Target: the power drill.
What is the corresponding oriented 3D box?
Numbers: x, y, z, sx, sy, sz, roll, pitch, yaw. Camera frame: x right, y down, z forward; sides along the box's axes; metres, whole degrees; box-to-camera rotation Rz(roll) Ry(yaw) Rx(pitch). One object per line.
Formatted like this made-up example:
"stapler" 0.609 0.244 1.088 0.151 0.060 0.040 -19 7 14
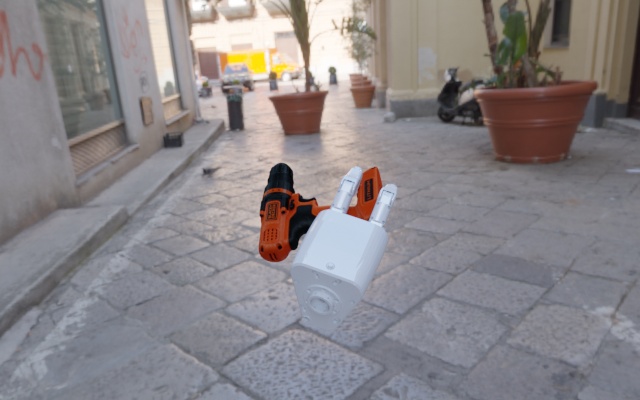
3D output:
"power drill" 0.001 0.002 0.721 0.187 0.184 0.057 -10 -41 13
